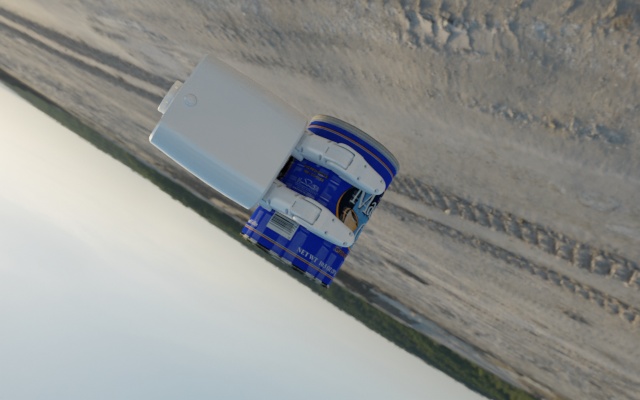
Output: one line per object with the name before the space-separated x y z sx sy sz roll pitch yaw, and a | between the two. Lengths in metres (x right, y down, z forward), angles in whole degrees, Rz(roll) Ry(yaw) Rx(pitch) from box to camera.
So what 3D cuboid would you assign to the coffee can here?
coffee can | 0.000 0.002 0.477 0.103 0.140 0.103 31 -8 5
